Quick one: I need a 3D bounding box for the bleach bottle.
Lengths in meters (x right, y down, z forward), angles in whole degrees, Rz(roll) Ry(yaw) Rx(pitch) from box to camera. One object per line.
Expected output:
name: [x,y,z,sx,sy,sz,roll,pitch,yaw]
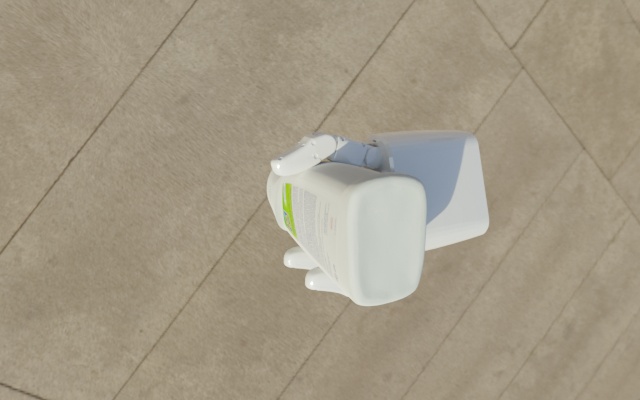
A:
bleach bottle: [0.000,0.002,0.450,0.068,0.102,0.250,-8,18,-22]
